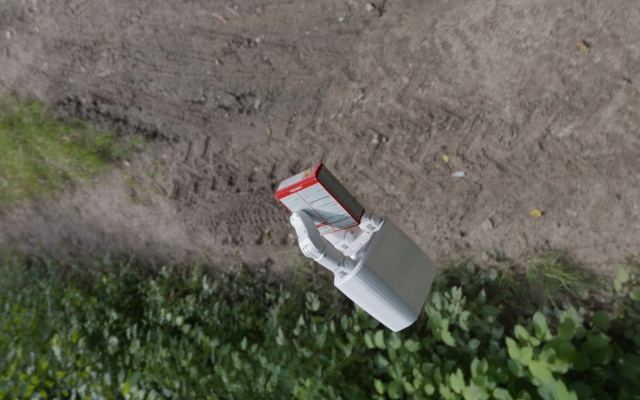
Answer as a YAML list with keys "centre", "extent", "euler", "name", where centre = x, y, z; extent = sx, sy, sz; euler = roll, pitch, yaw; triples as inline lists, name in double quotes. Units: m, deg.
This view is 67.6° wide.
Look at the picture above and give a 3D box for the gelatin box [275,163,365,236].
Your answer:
- centre: [0.000, 0.002, 0.593]
  extent: [0.073, 0.030, 0.089]
  euler: [-21, -55, 40]
  name: "gelatin box"
